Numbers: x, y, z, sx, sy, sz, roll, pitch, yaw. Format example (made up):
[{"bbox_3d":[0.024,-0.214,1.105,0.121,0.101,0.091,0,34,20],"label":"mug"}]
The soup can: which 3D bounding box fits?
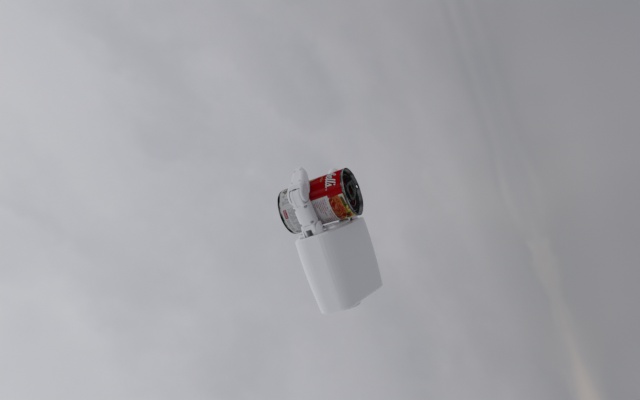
[{"bbox_3d":[0.000,0.002,0.665,0.102,0.068,0.068,-18,-7,22],"label":"soup can"}]
